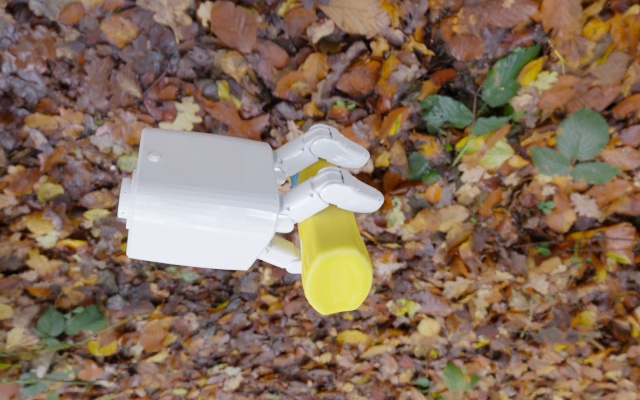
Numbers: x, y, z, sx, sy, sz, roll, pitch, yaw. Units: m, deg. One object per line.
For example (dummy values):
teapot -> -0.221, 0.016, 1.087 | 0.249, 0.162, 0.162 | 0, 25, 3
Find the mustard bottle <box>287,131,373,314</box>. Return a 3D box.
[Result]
mustard bottle -> 0.000, 0.002, 0.449 | 0.058, 0.191, 0.096 | -10, -42, -3
